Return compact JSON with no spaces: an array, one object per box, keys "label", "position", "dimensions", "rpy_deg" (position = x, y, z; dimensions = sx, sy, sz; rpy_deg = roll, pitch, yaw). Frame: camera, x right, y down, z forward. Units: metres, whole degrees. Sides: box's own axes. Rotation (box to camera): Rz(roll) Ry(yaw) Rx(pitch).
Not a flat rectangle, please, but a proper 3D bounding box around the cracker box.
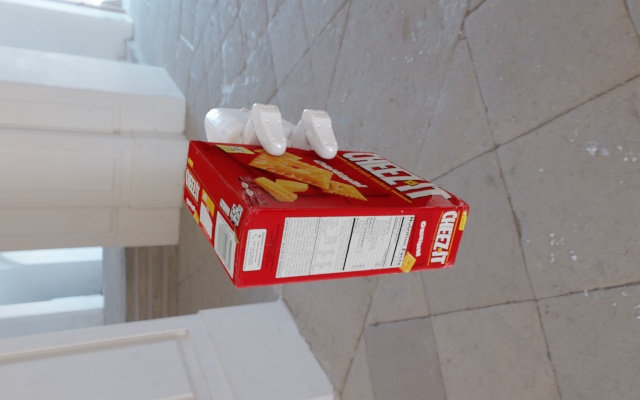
[{"label":"cracker box","position":[0.000,0.002,0.442],"dimensions":[0.214,0.072,0.164],"rpy_deg":[-1,23,-29]}]
